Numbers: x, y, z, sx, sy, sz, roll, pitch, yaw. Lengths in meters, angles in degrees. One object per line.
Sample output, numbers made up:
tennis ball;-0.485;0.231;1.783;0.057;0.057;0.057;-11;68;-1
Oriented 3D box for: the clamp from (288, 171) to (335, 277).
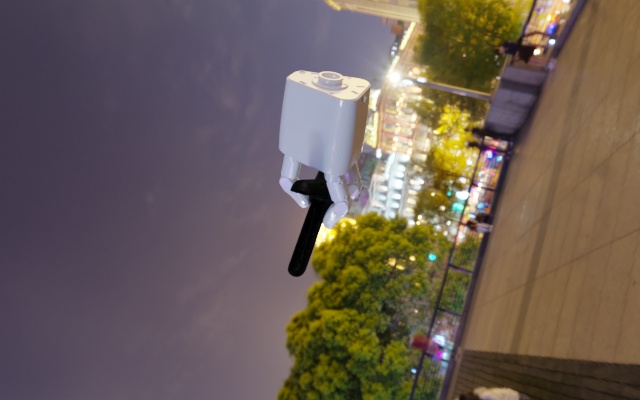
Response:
clamp;0.000;0.002;0.710;0.036;0.165;0.210;17;34;14
